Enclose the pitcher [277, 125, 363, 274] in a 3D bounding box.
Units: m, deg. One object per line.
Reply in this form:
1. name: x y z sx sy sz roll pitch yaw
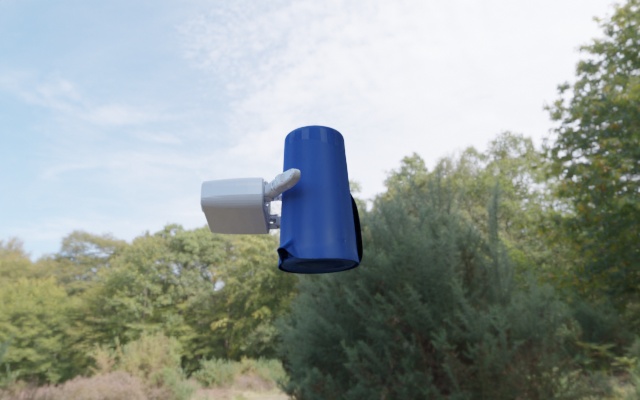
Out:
1. pitcher: 0.000 0.003 0.821 0.145 0.242 0.149 -2 -19 1
